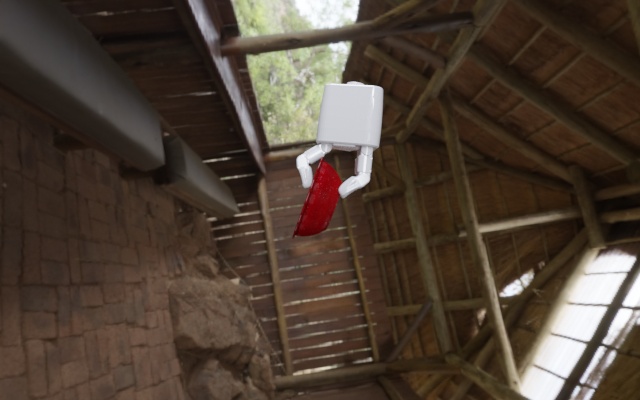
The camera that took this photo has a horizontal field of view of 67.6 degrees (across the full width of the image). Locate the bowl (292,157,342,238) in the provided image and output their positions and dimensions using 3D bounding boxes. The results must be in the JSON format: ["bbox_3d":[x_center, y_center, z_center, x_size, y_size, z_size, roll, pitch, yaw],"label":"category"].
[{"bbox_3d":[0.000,0.004,0.880,0.055,0.162,0.162,21,-1,-1],"label":"bowl"}]
